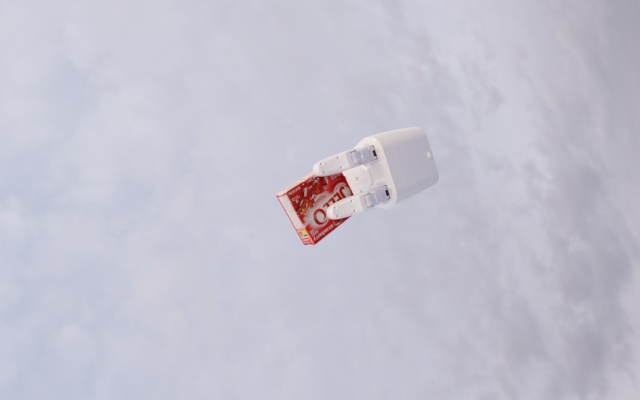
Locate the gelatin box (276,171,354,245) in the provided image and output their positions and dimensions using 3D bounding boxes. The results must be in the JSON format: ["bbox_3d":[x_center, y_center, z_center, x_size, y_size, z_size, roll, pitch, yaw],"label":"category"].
[{"bbox_3d":[0.000,0.002,0.592,0.089,0.073,0.030,-35,13,-31],"label":"gelatin box"}]
